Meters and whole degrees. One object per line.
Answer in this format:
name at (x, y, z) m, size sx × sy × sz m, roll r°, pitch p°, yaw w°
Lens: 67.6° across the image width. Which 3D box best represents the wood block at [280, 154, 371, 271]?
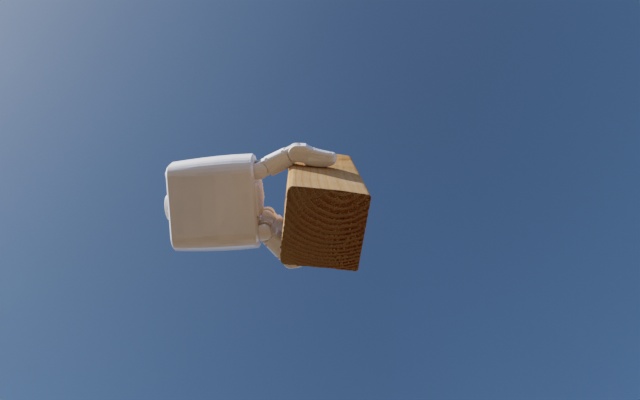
wood block at (0.000, 0.002, 0.605) m, size 0.090 × 0.091 × 0.206 m, roll 6°, pitch 17°, yaw -5°
